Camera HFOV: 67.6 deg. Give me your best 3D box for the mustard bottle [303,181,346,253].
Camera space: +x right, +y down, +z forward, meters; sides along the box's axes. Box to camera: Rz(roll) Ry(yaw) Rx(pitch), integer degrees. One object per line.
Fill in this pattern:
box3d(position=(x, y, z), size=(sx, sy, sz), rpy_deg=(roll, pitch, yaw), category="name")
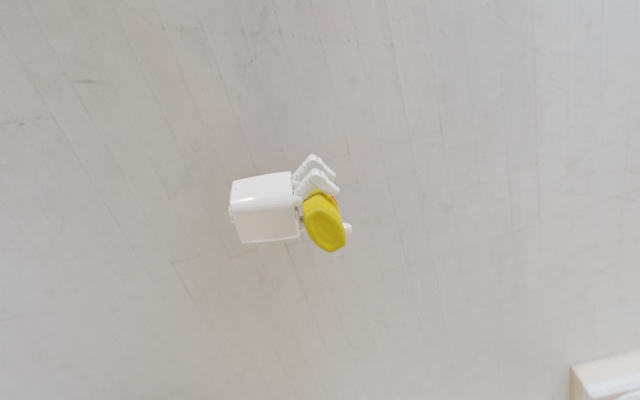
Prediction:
box3d(position=(0.000, 0.003, 0.859), size=(0.058, 0.096, 0.191), rpy_deg=(-29, 29, 11), category="mustard bottle")
